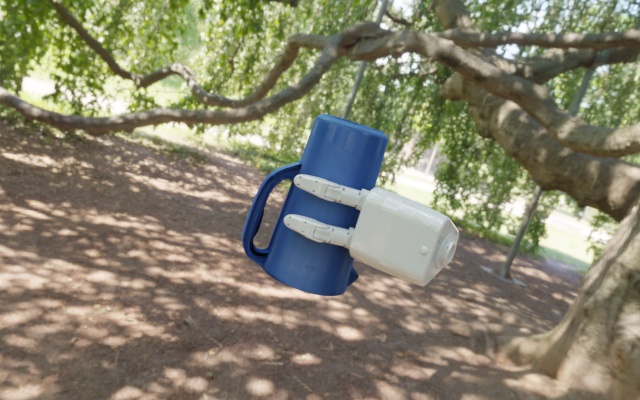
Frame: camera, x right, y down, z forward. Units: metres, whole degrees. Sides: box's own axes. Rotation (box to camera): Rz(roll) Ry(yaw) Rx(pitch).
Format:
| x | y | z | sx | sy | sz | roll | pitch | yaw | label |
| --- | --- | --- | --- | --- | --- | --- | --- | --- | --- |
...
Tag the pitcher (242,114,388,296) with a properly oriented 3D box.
| x | y | z | sx | sy | sz | roll | pitch | yaw | label |
| --- | --- | --- | --- | --- | --- | --- | --- | --- | --- |
| 0.000 | 0.002 | 0.687 | 0.145 | 0.243 | 0.149 | 23 | 10 | 29 | pitcher |
